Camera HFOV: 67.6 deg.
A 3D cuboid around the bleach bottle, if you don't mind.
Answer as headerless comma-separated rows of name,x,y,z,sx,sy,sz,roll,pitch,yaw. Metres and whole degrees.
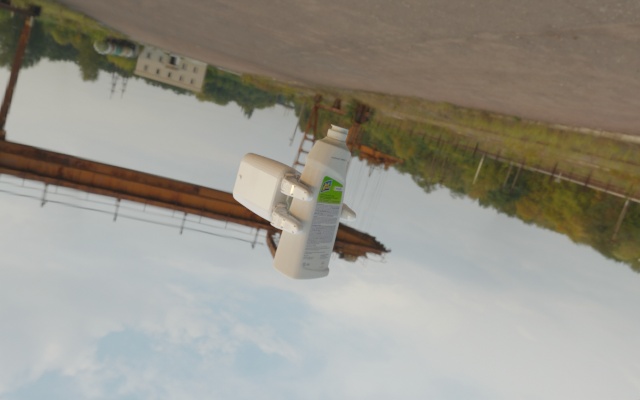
bleach bottle,0.000,0.003,0.780,0.068,0.251,0.102,25,14,37
